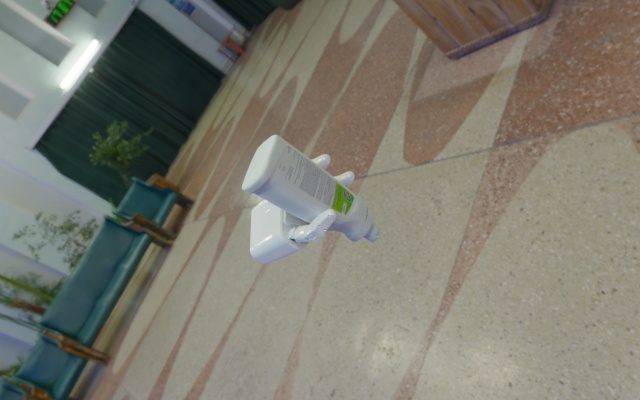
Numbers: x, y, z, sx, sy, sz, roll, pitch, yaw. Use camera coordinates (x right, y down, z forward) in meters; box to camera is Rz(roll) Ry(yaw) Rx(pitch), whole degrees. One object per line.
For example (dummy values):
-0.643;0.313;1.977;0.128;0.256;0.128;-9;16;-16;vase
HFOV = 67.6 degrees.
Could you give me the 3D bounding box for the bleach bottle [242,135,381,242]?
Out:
0.000;0.002;0.778;0.251;0.102;0.068;34;-40;-25;bleach bottle
